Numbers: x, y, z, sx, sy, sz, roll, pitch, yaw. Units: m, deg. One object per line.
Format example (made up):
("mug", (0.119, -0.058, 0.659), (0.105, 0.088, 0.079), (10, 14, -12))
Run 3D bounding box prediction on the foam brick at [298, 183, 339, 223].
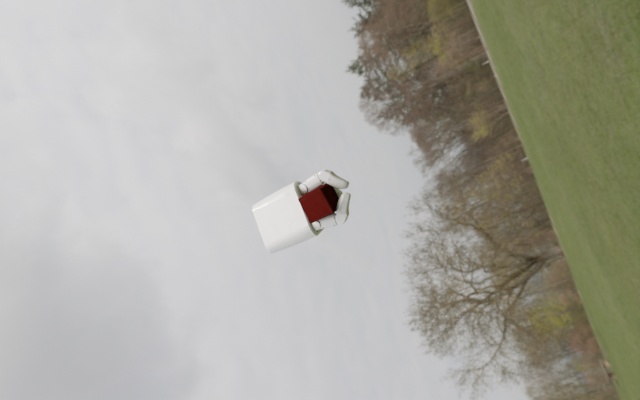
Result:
("foam brick", (0.000, 0.003, 0.899), (0.051, 0.053, 0.078), (-25, 4, 17))
